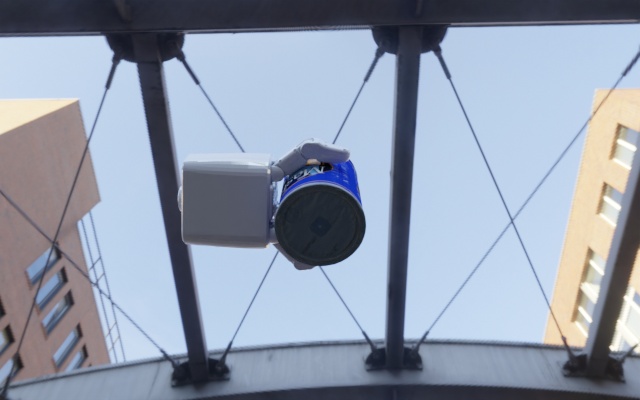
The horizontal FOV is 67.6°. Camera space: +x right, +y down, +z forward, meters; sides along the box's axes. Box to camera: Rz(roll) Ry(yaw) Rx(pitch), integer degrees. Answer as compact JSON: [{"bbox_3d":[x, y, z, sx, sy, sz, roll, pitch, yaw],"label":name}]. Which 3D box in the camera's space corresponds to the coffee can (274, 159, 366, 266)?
[{"bbox_3d":[0.000,0.002,0.594,0.103,0.103,0.140,0,23,0],"label":"coffee can"}]
